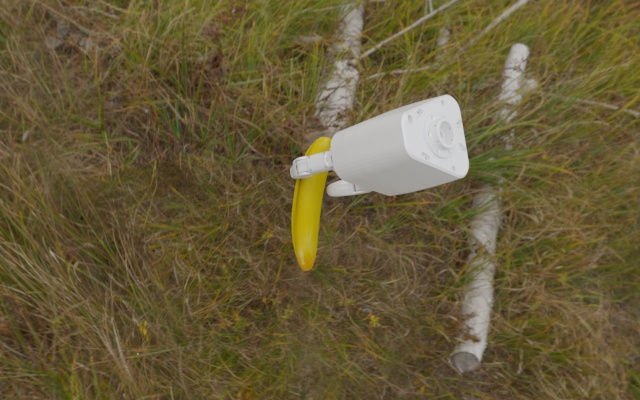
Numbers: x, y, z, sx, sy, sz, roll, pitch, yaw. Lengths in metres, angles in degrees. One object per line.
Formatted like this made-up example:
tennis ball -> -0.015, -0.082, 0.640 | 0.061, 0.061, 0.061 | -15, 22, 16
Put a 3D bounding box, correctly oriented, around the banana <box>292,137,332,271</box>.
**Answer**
banana -> -0.008, -0.008, 0.639 | 0.037, 0.197, 0.070 | 2, -21, 32
